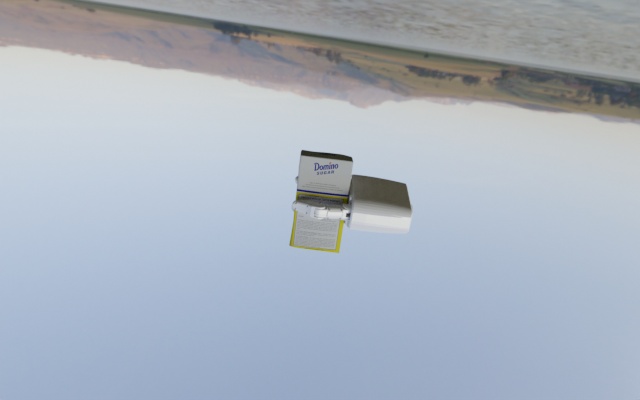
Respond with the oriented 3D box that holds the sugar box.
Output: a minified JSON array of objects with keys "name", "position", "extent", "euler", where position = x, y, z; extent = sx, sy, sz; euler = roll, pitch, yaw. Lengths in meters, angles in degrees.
[{"name":"sugar box","position":[0.000,0.003,0.851],"extent":[0.093,0.176,0.048],"euler":[7,19,-3]}]
